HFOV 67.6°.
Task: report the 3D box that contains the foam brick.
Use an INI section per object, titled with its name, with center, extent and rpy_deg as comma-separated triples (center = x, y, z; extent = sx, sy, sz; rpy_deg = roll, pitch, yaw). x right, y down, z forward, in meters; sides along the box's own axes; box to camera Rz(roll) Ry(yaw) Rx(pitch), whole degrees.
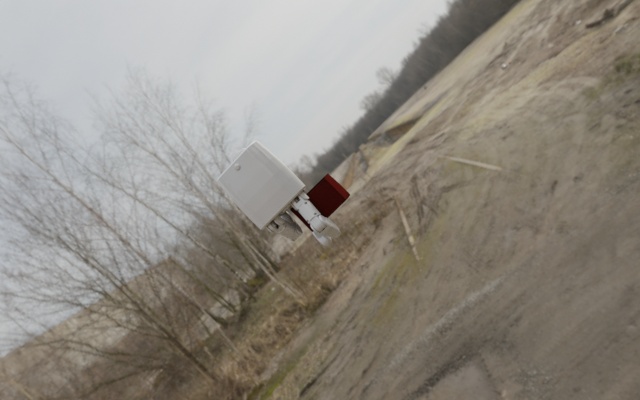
[foam brick]
center = 0.000, 0.002, 0.760
extent = 0.078, 0.051, 0.053
rpy_deg = -44, 0, 13
